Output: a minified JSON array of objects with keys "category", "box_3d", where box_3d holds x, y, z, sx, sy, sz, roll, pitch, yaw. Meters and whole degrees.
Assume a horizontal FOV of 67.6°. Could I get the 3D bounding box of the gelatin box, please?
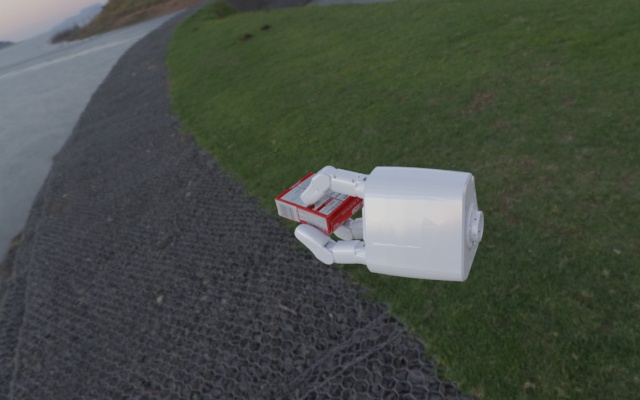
[{"category":"gelatin box","box_3d":[0.000,0.001,0.601,0.089,0.030,0.073,19,42,35]}]
